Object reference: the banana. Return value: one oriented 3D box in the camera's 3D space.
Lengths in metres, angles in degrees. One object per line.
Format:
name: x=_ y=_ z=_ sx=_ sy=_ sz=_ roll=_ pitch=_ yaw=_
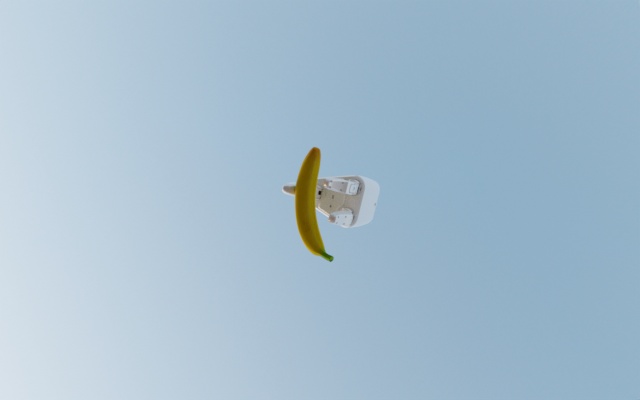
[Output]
banana: x=-0.015 y=0.009 z=0.825 sx=0.069 sy=0.198 sz=0.037 roll=-12 pitch=-8 yaw=31
